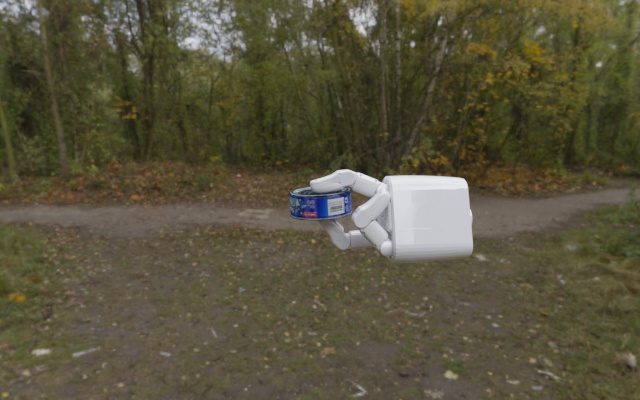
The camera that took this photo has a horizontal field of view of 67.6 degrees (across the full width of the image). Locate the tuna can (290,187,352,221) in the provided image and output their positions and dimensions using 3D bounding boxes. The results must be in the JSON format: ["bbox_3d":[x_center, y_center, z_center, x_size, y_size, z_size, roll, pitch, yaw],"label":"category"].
[{"bbox_3d":[0.000,0.002,0.658,0.086,0.034,0.086,-3,10,1],"label":"tuna can"}]
